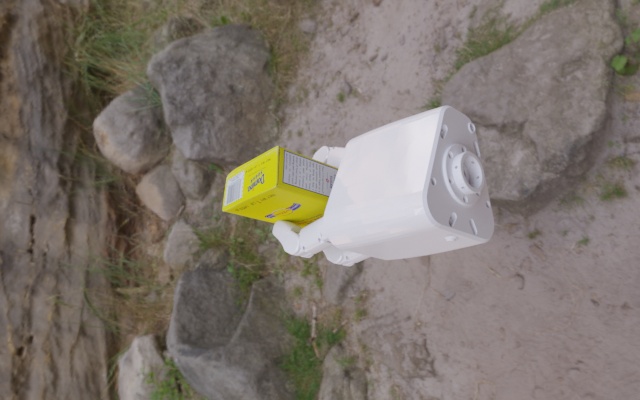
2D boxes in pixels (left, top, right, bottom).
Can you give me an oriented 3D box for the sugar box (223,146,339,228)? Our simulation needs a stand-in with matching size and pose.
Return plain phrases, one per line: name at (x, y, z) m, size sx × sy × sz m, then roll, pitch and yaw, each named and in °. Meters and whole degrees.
sugar box at (0.000, 0.002, 0.489) m, size 0.176 × 0.048 × 0.093 m, roll 19°, pitch -26°, yaw -36°
